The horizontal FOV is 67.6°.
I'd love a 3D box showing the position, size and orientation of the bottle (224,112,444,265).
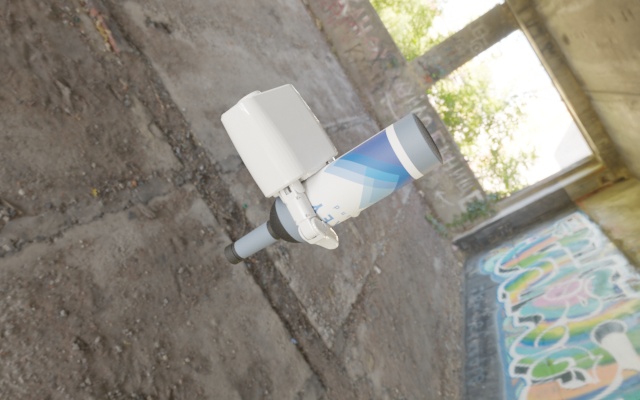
[{"bbox_3d":[0.000,0.002,0.575,0.296,0.069,0.069,-31,-12,21],"label":"bottle"}]
